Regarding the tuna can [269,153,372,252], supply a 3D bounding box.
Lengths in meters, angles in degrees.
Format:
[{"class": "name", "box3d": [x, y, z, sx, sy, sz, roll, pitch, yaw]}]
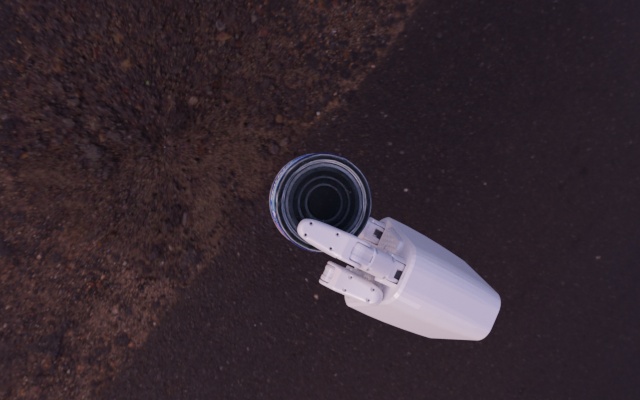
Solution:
[{"class": "tuna can", "box3d": [0.000, 0.001, 0.413, 0.086, 0.086, 0.034, 0, 4, -13]}]
